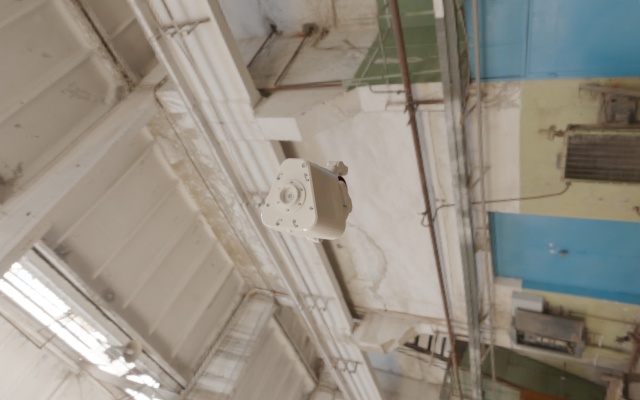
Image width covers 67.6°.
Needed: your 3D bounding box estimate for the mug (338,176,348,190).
[{"bbox_3d":[0.001,0.003,0.858,0.081,0.093,0.117,5,-8,24],"label":"mug"}]
